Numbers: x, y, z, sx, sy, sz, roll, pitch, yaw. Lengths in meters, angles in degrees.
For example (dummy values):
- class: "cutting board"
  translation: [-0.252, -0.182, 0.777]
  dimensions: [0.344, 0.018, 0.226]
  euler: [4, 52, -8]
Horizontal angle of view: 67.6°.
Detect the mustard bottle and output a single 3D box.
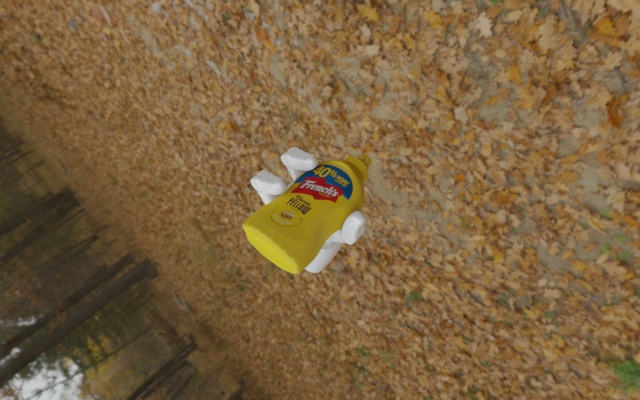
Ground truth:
- class: "mustard bottle"
  translation: [0.000, 0.002, 0.614]
  dimensions: [0.096, 0.058, 0.191]
  euler: [29, 59, 34]
